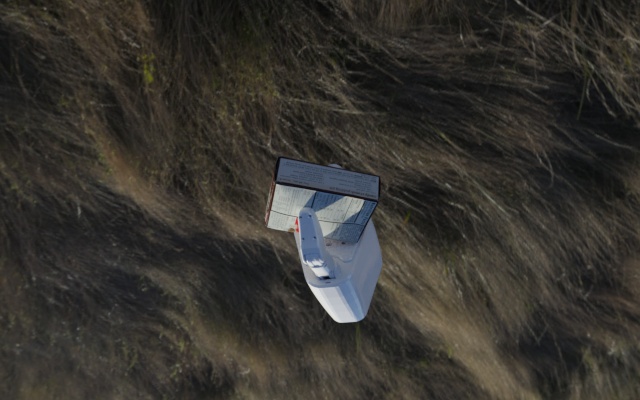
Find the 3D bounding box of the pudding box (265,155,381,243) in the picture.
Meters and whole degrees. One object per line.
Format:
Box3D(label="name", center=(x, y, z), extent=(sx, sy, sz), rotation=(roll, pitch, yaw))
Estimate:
Box3D(label="pudding box", center=(0.000, 0.002, 0.519), extent=(0.113, 0.039, 0.090), rotation=(9, -36, -8))
